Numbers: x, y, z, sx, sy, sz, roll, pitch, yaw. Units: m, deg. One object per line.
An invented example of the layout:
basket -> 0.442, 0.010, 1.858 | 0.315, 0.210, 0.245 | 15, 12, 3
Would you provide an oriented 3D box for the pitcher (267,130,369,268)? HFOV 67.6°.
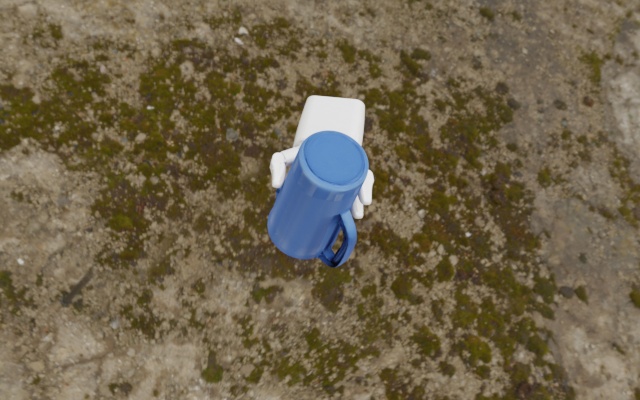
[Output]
pitcher -> 0.000, 0.002, 0.792 | 0.149, 0.145, 0.243 | 16, -31, -7
